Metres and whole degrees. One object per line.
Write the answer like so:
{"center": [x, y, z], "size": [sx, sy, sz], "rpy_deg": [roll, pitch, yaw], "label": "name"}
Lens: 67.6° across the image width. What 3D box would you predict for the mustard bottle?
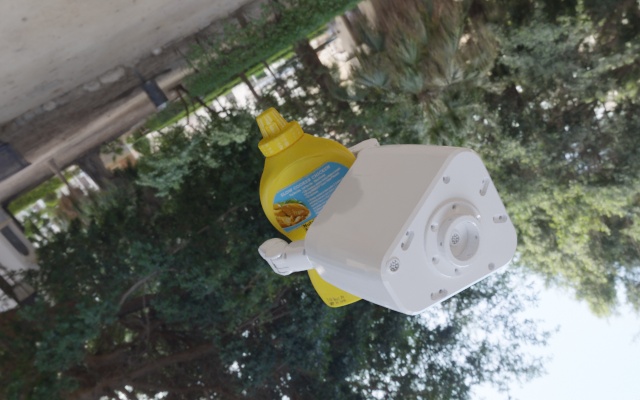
{"center": [0.000, 0.002, 0.440], "size": [0.096, 0.192, 0.058], "rpy_deg": [-30, 19, 5], "label": "mustard bottle"}
